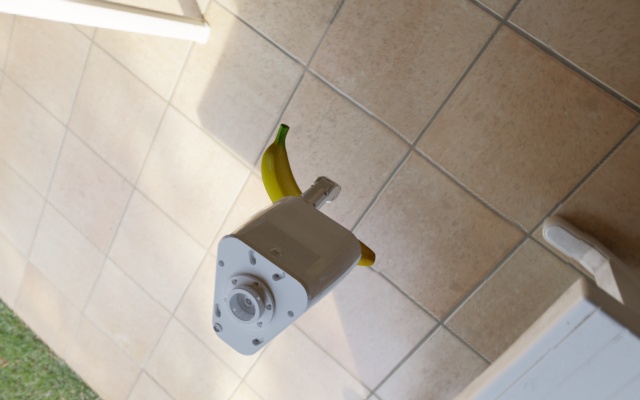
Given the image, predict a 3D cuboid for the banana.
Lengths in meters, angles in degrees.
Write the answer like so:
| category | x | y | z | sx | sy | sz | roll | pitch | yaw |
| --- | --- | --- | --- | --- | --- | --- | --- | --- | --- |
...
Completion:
| category | x | y | z | sx | sy | sz | roll | pitch | yaw |
| --- | --- | --- | --- | --- | --- | --- | --- | --- | --- |
| banana | -0.015 | 0.008 | 0.567 | 0.070 | 0.198 | 0.037 | -35 | -1 | 30 |
